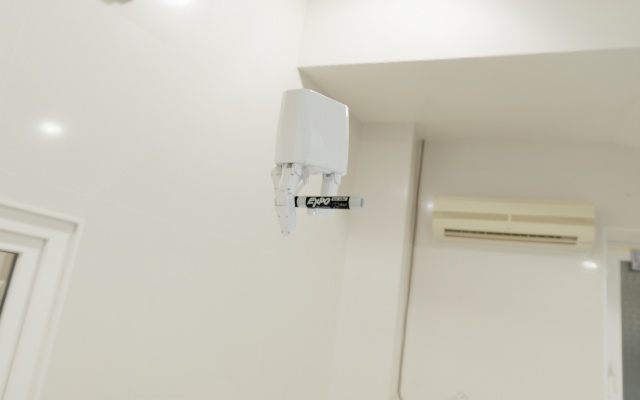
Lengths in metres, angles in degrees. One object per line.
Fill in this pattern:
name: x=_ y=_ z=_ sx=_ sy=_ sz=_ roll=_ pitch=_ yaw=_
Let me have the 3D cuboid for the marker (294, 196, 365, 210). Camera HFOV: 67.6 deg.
marker: x=0.000 y=0.002 z=0.642 sx=0.121 sy=0.020 sz=0.020 roll=1 pitch=0 yaw=27
